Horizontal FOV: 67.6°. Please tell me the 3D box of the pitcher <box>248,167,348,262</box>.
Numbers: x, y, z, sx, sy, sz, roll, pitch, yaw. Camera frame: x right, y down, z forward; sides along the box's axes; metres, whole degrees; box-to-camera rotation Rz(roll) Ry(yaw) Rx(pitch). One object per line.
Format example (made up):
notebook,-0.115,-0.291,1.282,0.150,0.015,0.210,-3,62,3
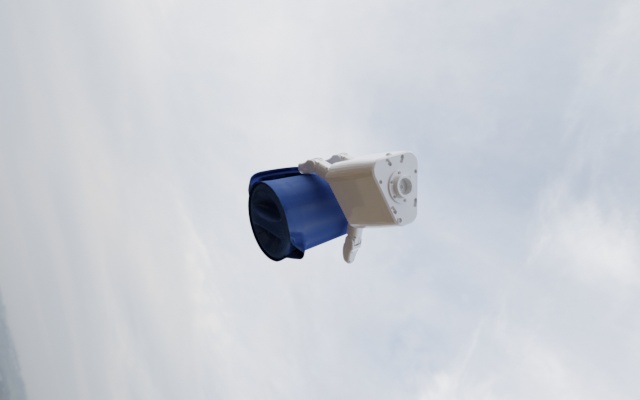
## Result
pitcher,0.000,0.003,0.839,0.243,0.149,0.145,-15,5,-34
